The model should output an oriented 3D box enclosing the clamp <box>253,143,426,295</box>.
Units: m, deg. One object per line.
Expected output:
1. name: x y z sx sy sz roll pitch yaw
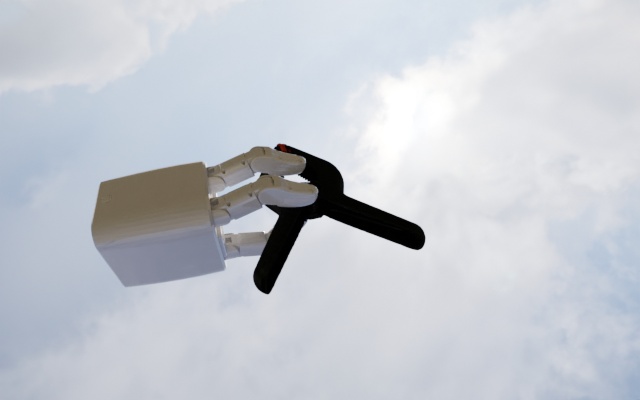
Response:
1. clamp: 0.000 0.002 0.496 0.164 0.036 0.209 -9 38 -11
